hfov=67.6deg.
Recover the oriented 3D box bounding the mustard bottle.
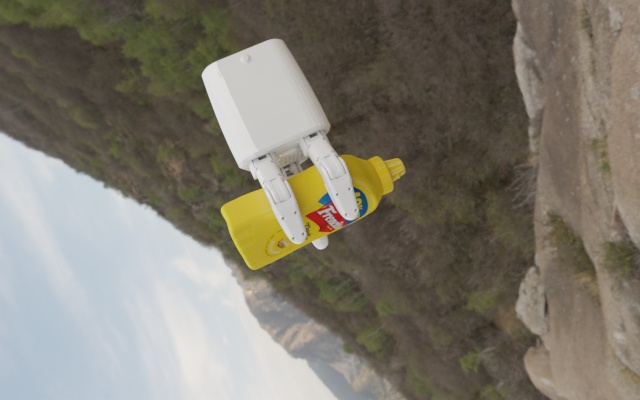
[{"bbox_3d":[0.000,0.002,0.497,0.191,0.058,0.096,-25,-33,-7],"label":"mustard bottle"}]
